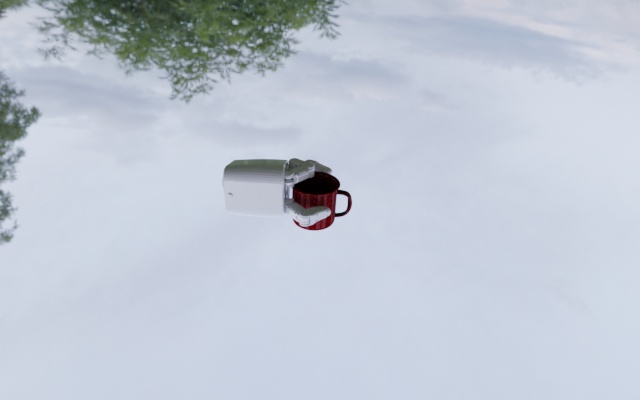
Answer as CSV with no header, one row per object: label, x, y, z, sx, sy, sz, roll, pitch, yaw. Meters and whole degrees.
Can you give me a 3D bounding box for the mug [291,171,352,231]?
mug,0.002,0.003,0.886,0.117,0.081,0.093,4,30,2
